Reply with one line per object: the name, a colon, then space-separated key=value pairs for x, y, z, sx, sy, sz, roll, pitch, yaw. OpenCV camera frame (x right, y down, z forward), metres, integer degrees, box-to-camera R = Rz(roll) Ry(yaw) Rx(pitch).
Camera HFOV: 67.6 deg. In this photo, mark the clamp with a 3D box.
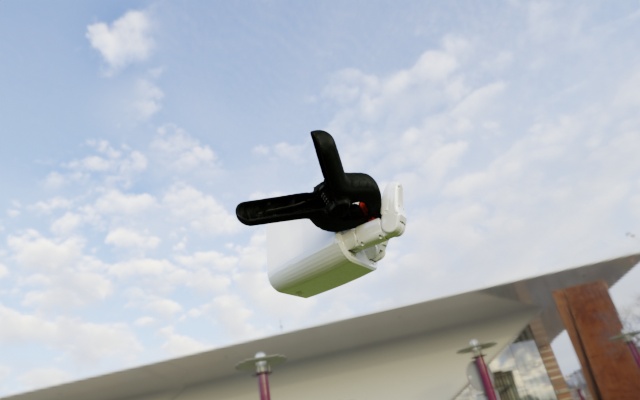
clamp: x=0.000 y=0.001 z=0.483 sx=0.120 sy=0.039 sz=0.171 roll=-32 pitch=-35 yaw=19
